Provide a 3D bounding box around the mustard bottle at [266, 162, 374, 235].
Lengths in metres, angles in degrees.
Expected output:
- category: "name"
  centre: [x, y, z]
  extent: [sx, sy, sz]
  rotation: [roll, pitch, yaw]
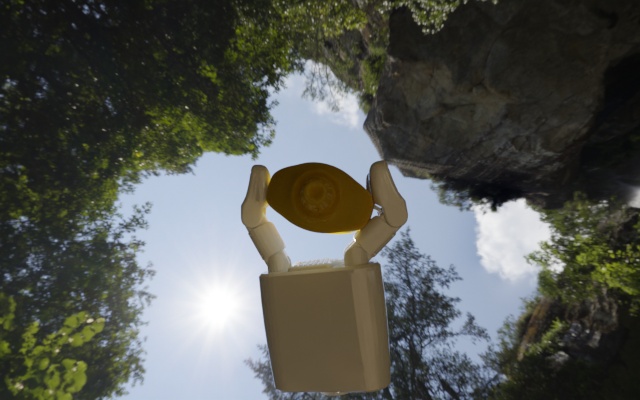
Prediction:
- category: "mustard bottle"
  centre: [0.000, 0.001, 0.443]
  extent: [0.096, 0.058, 0.191]
  rotation: [17, -3, 4]
